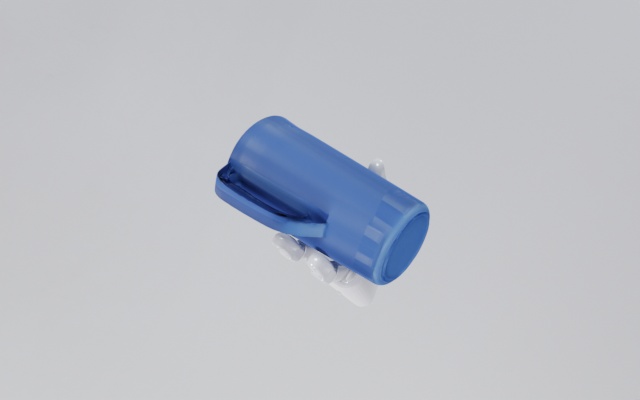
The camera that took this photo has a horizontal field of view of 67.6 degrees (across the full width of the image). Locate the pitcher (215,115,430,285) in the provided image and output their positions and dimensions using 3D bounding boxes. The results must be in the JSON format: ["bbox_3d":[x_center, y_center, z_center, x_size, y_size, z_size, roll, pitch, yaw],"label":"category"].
[{"bbox_3d":[0.000,0.002,0.586,0.242,0.149,0.145,31,-15,29],"label":"pitcher"}]
